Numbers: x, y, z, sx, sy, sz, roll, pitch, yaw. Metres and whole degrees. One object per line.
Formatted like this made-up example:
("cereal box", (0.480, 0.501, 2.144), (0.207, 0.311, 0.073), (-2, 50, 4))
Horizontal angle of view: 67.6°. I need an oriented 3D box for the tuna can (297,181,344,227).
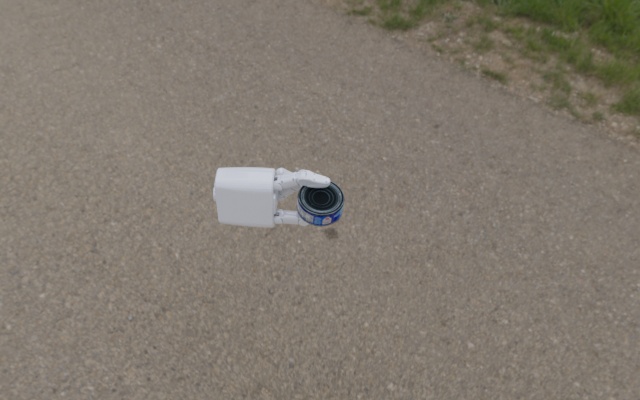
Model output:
("tuna can", (0.000, 0.002, 0.864), (0.086, 0.086, 0.034), (0, -38, -6))
